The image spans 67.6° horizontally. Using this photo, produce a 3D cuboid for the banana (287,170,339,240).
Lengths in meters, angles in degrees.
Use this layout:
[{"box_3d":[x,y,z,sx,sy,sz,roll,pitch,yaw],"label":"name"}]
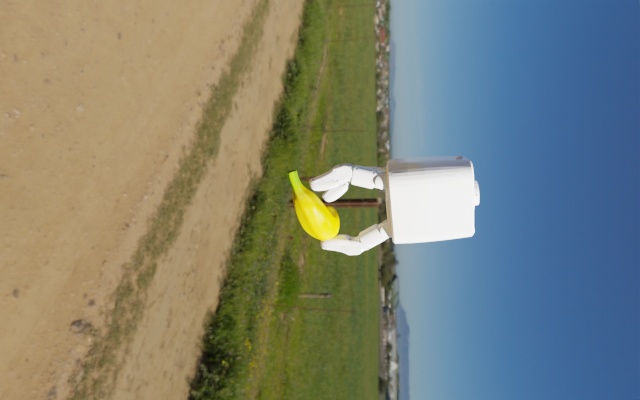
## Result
[{"box_3d":[0.001,0.019,0.625,0.037,0.069,0.198,-8,-16,10],"label":"banana"}]
